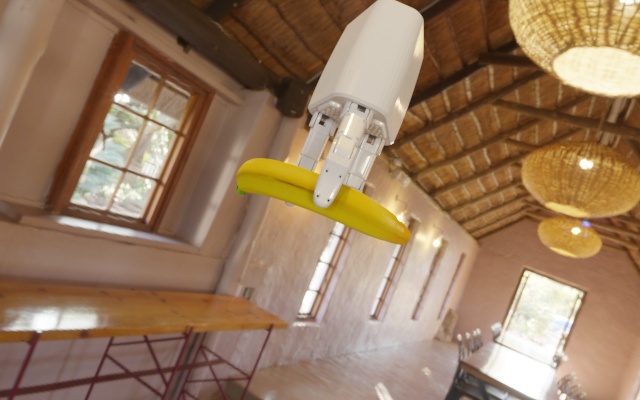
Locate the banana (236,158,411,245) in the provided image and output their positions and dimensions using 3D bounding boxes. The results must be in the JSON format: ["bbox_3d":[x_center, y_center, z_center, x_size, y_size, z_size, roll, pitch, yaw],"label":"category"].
[{"bbox_3d":[-0.008,-0.005,0.461,0.198,0.037,0.070,18,-12,23],"label":"banana"}]
